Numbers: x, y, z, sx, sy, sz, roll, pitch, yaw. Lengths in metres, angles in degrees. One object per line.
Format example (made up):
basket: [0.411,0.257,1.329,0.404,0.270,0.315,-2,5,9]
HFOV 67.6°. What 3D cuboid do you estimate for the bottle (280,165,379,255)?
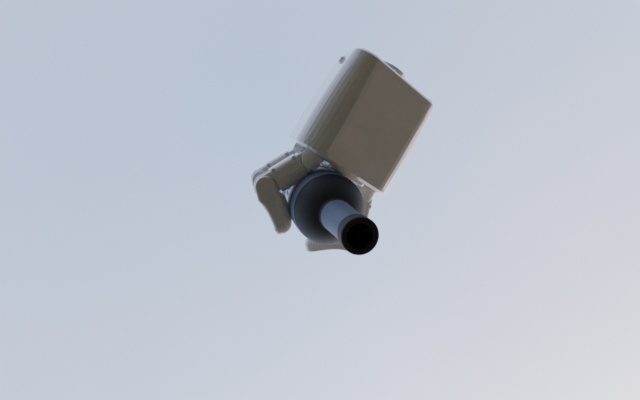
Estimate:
bottle: [0.000,0.002,0.472,0.069,0.069,0.295,0,9,-11]
